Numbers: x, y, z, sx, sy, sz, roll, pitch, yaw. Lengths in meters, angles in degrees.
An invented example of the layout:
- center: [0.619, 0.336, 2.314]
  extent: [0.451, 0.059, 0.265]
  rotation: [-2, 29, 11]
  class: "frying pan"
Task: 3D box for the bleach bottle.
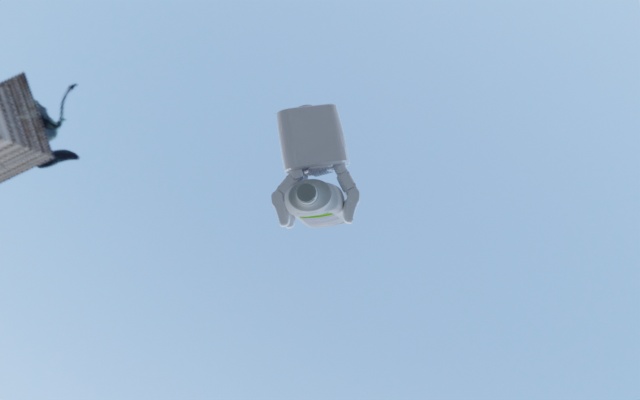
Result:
- center: [0.000, 0.003, 0.807]
  extent: [0.102, 0.068, 0.251]
  rotation: [-12, -8, 4]
  class: "bleach bottle"
